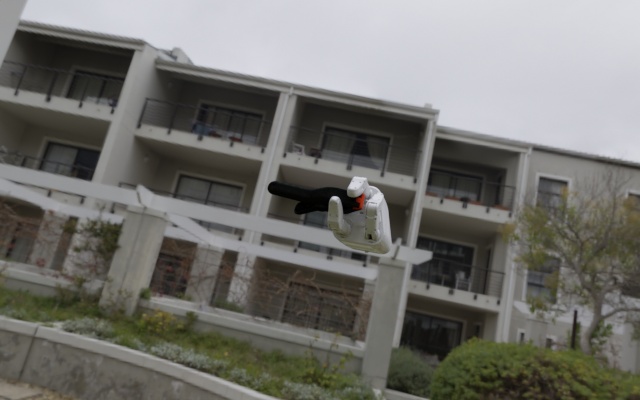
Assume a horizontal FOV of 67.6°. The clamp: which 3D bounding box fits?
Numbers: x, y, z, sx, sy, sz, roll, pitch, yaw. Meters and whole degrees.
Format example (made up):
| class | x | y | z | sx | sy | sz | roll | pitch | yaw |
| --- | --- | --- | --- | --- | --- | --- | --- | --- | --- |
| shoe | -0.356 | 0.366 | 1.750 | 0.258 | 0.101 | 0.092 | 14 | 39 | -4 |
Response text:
| class | x | y | z | sx | sy | sz | roll | pitch | yaw |
| --- | --- | --- | --- | --- | --- | --- | --- | --- | --- |
| clamp | 0.000 | 0.002 | 0.868 | 0.171 | 0.039 | 0.120 | 8 | -14 | 20 |
